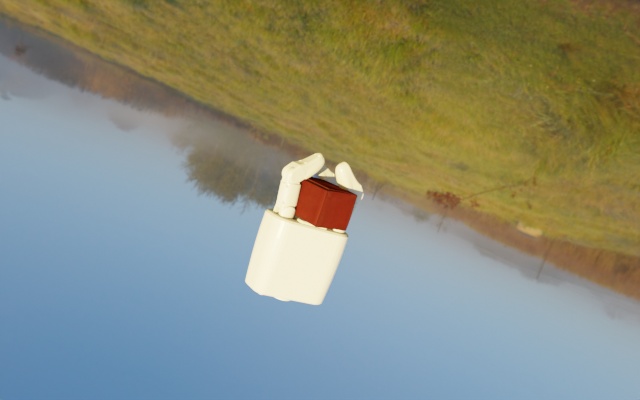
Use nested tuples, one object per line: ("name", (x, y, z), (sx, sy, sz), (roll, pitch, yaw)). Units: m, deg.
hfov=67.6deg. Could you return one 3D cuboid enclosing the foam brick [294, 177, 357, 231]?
("foam brick", (0.000, 0.002, 0.628), (0.053, 0.051, 0.078), (11, 10, -39))
